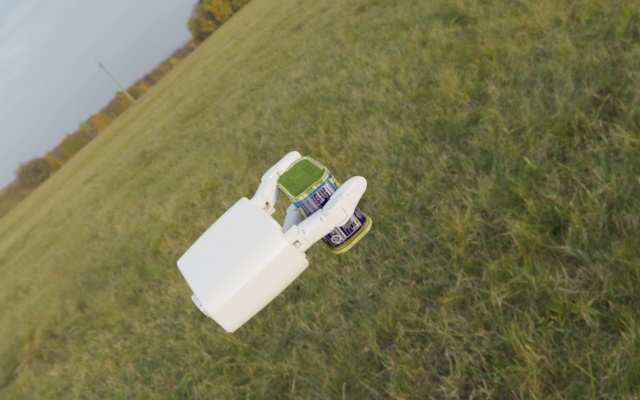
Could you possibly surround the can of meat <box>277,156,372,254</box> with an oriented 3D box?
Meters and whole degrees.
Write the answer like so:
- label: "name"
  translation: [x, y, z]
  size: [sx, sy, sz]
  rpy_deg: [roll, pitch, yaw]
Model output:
- label: "can of meat"
  translation: [0.000, 0.002, 0.546]
  size: [0.057, 0.084, 0.102]
  rpy_deg: [-42, 24, -4]
